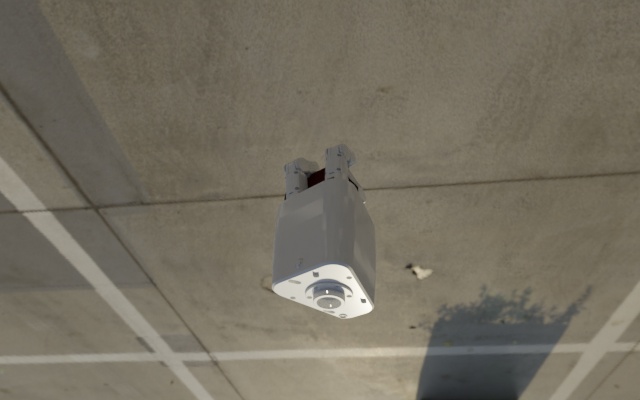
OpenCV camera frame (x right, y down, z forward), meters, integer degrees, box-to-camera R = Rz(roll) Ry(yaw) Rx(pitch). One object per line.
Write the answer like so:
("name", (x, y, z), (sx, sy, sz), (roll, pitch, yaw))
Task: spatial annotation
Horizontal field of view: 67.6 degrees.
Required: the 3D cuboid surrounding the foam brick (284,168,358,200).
("foam brick", (0.000, 0.002, 0.578), (0.078, 0.051, 0.053), (-25, -49, 30))
